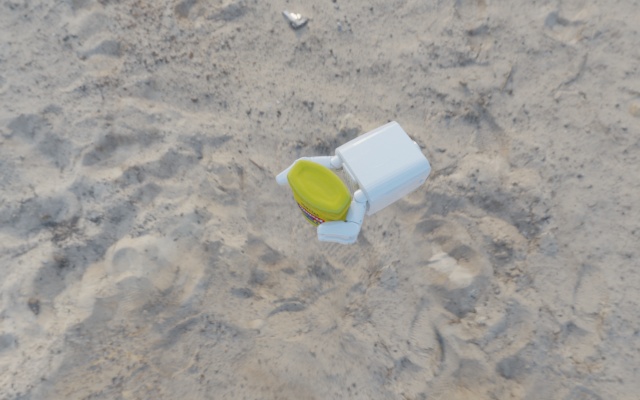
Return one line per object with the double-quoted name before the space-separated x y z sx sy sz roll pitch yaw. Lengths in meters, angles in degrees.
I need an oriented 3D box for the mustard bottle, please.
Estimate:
"mustard bottle" 0.000 0.003 0.743 0.096 0.058 0.192 35 -10 10
